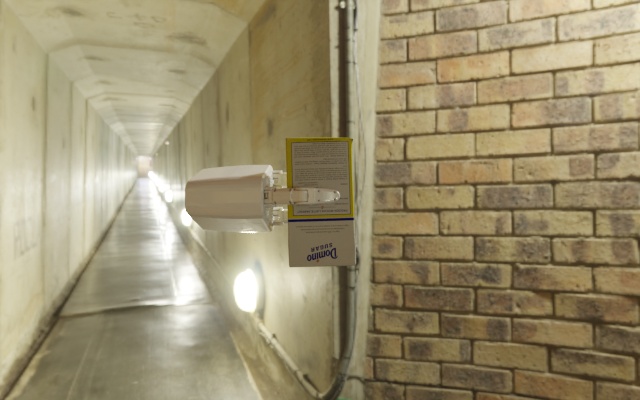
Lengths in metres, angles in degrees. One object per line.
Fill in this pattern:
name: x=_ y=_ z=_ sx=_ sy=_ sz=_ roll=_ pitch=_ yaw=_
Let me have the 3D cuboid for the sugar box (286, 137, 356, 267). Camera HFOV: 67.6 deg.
sugar box: x=0.000 y=0.002 z=0.663 sx=0.093 sy=0.176 sz=0.048 roll=-1 pitch=1 yaw=-1
